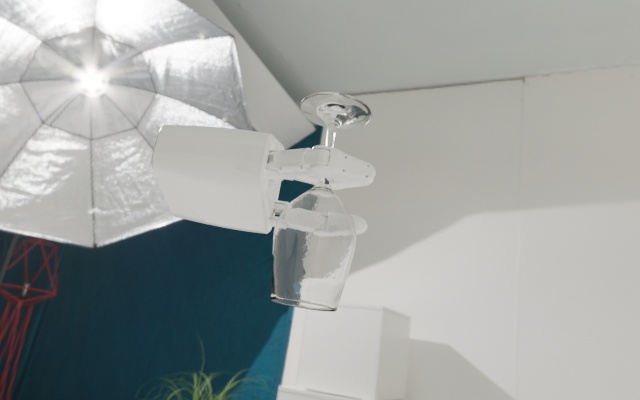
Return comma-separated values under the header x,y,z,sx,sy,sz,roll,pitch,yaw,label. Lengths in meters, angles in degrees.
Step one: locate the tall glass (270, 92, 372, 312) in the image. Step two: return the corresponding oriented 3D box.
x,y,z,sx,sy,sz,roll,pitch,yaw,label
0.000,0.001,0.462,0.079,0.201,0.079,8,-18,3,tall glass
